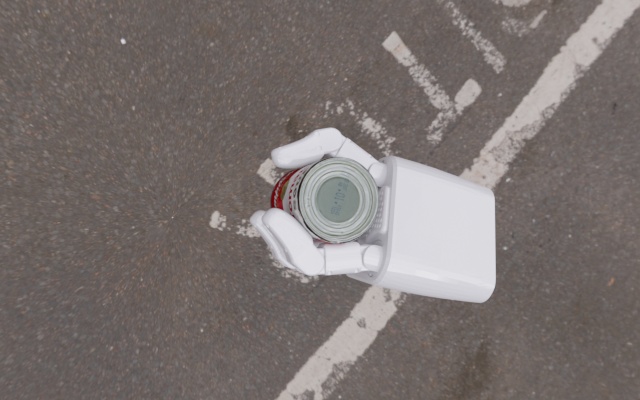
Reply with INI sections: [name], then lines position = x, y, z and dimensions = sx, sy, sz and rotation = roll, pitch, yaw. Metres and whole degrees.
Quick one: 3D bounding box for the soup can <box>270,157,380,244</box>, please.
[soup can]
position = 0.000, 0.001, 0.407
dimensions = 0.068, 0.068, 0.102
rotation = 0, -2, -17
